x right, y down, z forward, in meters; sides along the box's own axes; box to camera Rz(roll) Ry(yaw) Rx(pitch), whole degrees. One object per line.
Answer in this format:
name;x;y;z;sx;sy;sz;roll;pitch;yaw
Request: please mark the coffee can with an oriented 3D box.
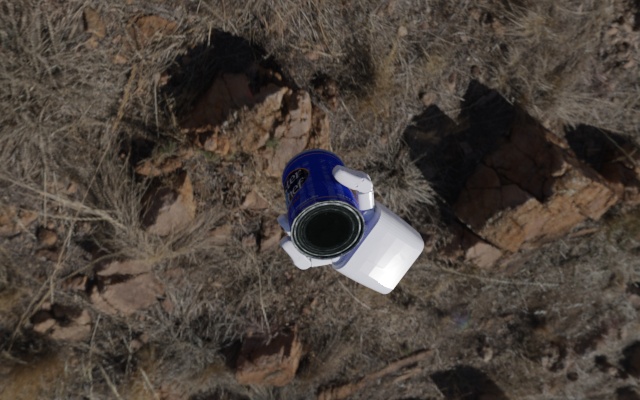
coffee can;0.000;0.002;0.697;0.103;0.103;0.140;0;35;-10
